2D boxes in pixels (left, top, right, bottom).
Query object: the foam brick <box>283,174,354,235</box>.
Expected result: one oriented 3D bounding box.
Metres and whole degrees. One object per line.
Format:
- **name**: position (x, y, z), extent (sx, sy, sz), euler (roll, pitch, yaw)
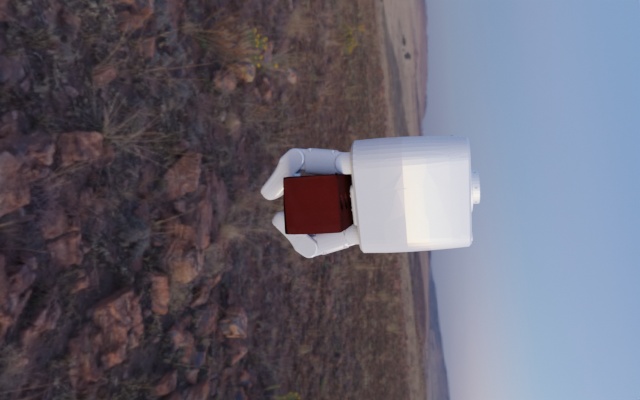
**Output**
- **foam brick**: position (0.000, 0.002, 0.454), extent (0.051, 0.053, 0.078), euler (-2, 4, 13)
